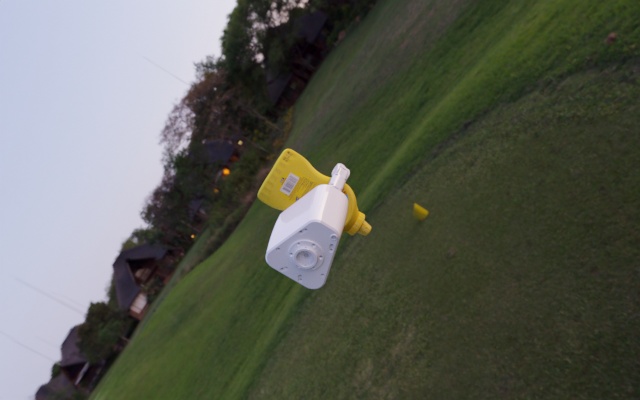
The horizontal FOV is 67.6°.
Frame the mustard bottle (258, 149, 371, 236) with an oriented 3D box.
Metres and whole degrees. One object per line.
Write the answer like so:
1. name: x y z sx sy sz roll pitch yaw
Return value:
1. mustard bottle: 0.000 0.002 0.785 0.191 0.096 0.058 31 2 -8
